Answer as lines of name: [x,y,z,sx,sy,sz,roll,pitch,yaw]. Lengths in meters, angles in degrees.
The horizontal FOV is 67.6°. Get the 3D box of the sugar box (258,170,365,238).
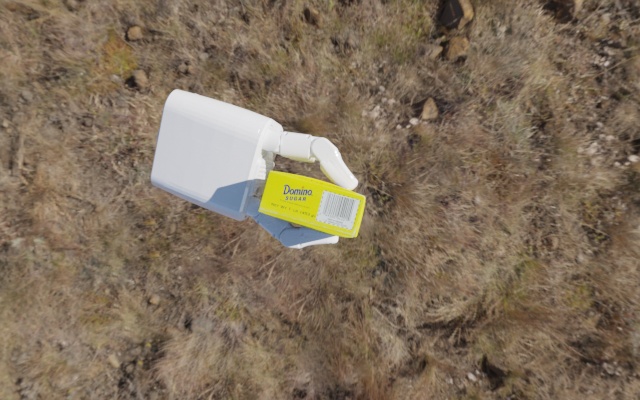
sugar box: [0.000,0.001,0.511,0.093,0.048,0.176,16,5,4]
